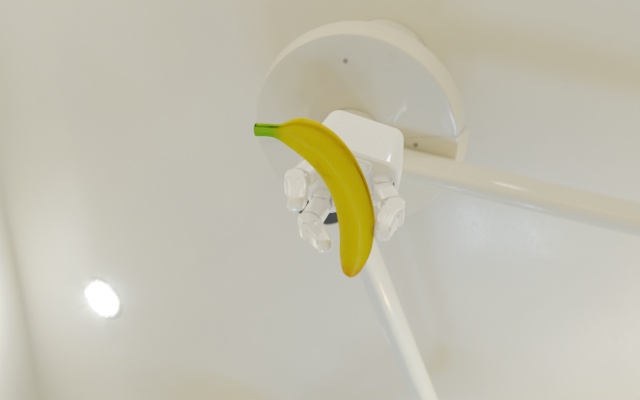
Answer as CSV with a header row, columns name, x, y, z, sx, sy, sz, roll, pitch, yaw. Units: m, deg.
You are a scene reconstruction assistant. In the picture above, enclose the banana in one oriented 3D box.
name,x,y,z,sx,sy,sz,roll,pitch,yaw
banana,0.015,-0.007,0.468,0.069,0.198,0.037,-19,27,23
